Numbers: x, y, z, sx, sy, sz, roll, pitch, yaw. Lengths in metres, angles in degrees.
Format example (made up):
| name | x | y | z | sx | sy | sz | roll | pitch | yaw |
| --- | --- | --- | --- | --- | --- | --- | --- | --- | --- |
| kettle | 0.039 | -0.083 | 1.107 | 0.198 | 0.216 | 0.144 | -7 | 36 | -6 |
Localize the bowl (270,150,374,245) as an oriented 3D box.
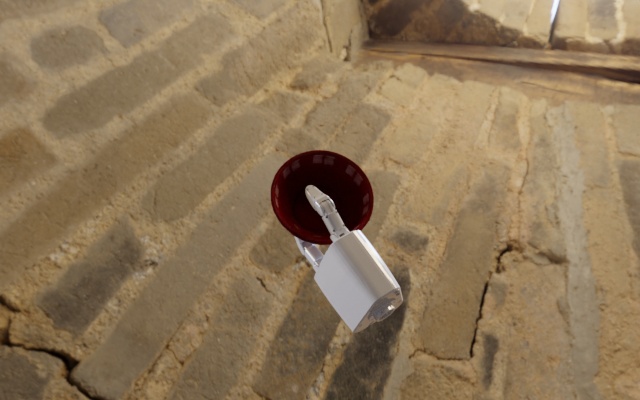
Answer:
| name | x | y | z | sx | sy | sz | roll | pitch | yaw |
| --- | --- | --- | --- | --- | --- | --- | --- | --- | --- |
| bowl | 0.000 | 0.001 | 0.759 | 0.162 | 0.162 | 0.055 | 0 | -24 | -9 |
